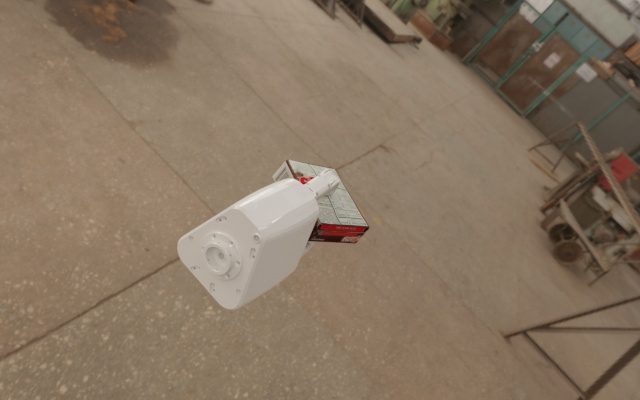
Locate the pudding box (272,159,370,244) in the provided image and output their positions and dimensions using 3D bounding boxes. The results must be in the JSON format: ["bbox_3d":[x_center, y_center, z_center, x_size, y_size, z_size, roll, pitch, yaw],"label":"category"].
[{"bbox_3d":[0.000,0.002,0.614,0.090,0.113,0.039,8,-46,-43],"label":"pudding box"}]
